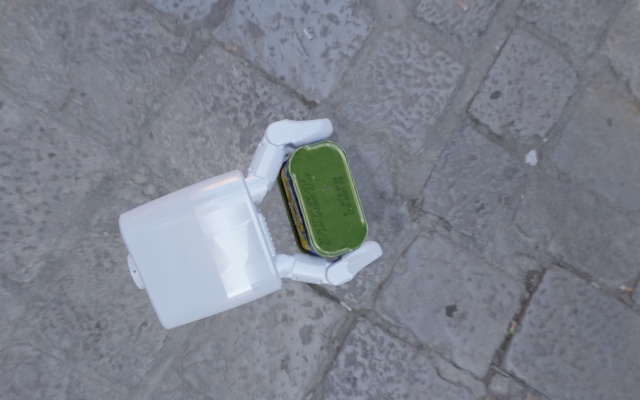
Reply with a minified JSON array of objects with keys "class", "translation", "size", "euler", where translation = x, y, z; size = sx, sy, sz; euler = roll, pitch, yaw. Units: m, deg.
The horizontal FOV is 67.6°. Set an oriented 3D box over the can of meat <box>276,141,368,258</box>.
[{"class":"can of meat","translation":[0.000,0.001,0.434],"size":[0.057,0.102,0.084],"euler":[-17,-1,-10]}]
